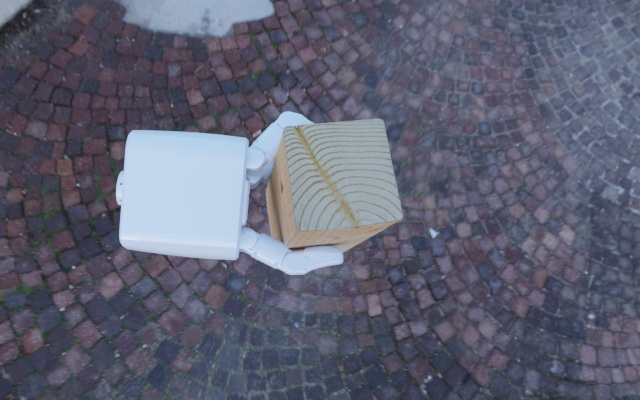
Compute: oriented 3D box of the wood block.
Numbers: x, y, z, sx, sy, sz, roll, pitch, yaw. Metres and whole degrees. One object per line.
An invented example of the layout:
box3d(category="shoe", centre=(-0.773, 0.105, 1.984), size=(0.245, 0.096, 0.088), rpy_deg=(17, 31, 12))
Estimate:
box3d(category="wood block", centre=(0.000, 0.002, 0.485), size=(0.090, 0.090, 0.206), rpy_deg=(-6, -12, -12))
